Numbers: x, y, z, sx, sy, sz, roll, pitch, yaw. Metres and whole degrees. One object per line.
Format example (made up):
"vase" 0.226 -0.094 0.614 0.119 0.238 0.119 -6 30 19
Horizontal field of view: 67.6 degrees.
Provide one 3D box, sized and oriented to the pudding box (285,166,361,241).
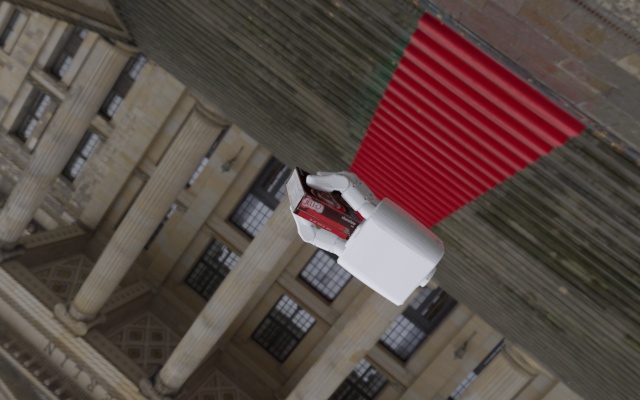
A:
"pudding box" 0.000 0.002 0.675 0.090 0.039 0.113 29 12 -20
